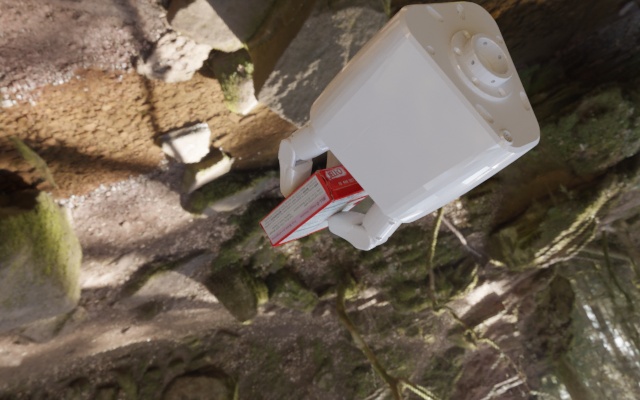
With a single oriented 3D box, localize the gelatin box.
[{"bbox_3d":[0.000,0.002,0.419,0.073,0.030,0.089,-17,-18,-49],"label":"gelatin box"}]
